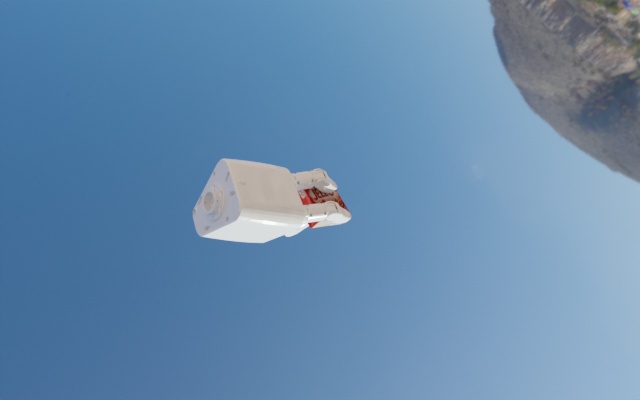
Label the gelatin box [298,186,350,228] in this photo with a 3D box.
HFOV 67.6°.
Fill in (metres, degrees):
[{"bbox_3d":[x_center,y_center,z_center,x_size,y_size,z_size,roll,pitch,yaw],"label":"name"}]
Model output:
[{"bbox_3d":[0.000,0.003,0.740,0.030,0.073,0.089,-39,-19,29],"label":"gelatin box"}]
